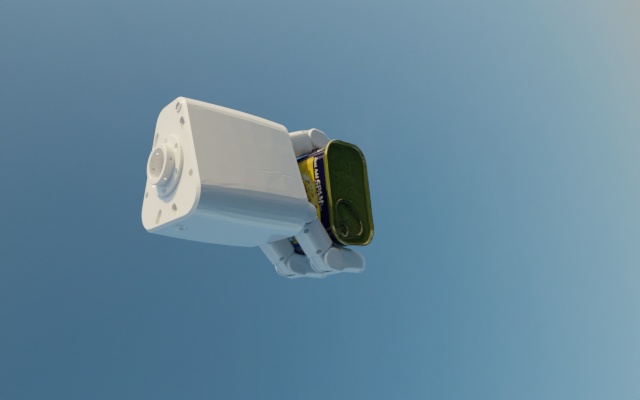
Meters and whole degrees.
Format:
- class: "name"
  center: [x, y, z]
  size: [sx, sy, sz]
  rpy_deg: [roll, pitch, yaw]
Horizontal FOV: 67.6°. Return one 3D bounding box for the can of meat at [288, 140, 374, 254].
- class: "can of meat"
  center: [0.000, 0.002, 0.479]
  size: [0.057, 0.102, 0.084]
  rpy_deg: [7, -18, -45]
